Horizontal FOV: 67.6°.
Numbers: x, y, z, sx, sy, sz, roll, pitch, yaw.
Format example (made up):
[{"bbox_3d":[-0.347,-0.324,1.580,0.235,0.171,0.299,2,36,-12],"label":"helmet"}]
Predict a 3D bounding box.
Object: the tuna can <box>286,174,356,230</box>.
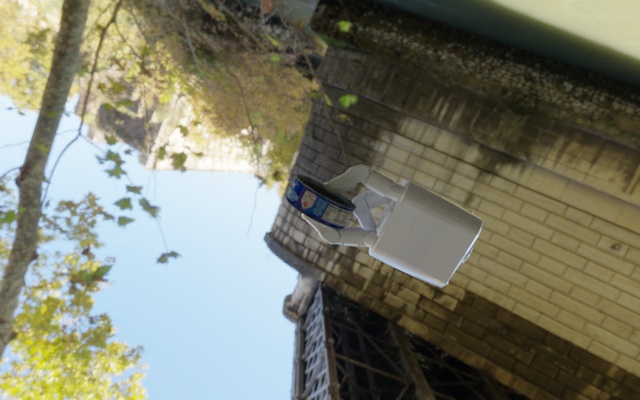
[{"bbox_3d":[0.000,0.002,0.606,0.086,0.034,0.086,28,9,-5],"label":"tuna can"}]
